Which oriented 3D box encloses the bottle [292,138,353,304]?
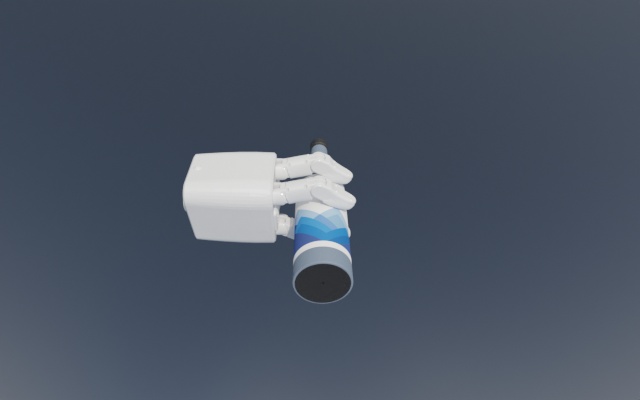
[{"bbox_3d":[0.000,0.002,0.636,0.069,0.069,0.295,0,37,-1],"label":"bottle"}]
